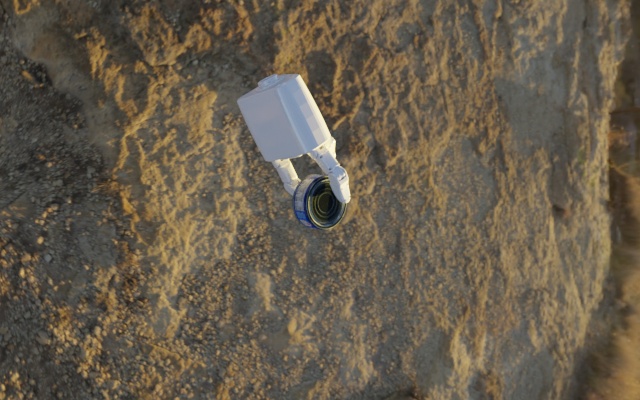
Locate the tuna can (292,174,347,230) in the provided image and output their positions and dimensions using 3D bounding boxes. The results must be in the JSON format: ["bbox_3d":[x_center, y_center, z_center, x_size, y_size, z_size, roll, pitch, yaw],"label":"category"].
[{"bbox_3d":[0.001,0.003,0.744,0.086,0.086,0.034,0,5,-40],"label":"tuna can"}]
